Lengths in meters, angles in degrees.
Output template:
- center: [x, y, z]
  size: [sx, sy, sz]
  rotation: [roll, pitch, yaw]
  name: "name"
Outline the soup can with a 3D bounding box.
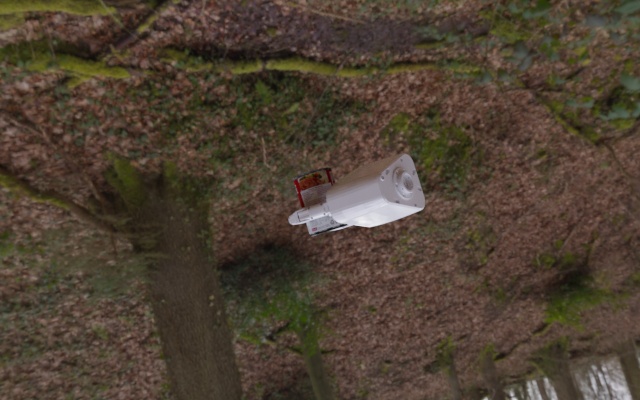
- center: [0.000, 0.003, 0.804]
  size: [0.068, 0.102, 0.068]
  rotation: [-17, -3, -1]
  name: "soup can"
